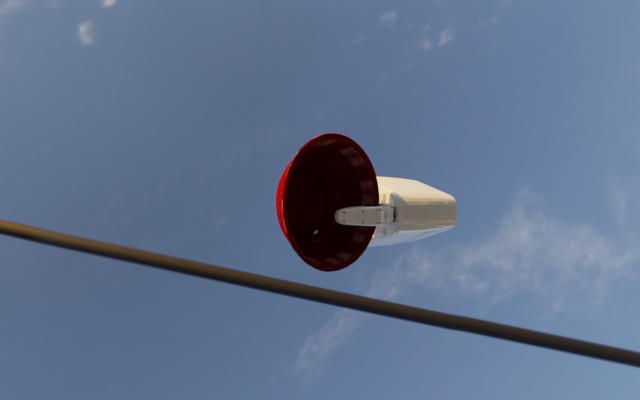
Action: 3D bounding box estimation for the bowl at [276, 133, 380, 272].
[{"bbox_3d":[-0.001,0.002,0.574,0.162,0.162,0.055,0,1,-44],"label":"bowl"}]
